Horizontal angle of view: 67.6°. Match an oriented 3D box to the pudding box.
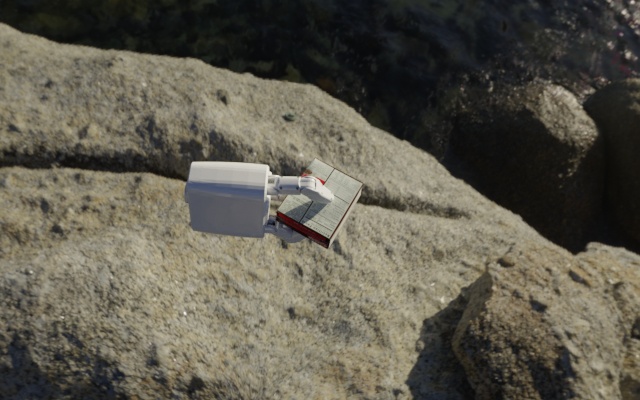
[{"bbox_3d":[0.000,0.002,0.703,0.090,0.113,0.039,29,-25,8],"label":"pudding box"}]
